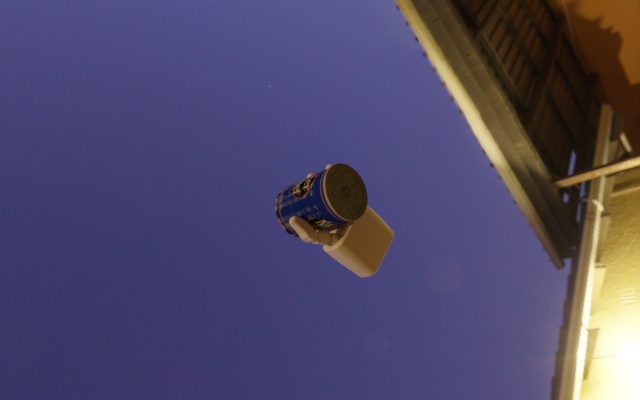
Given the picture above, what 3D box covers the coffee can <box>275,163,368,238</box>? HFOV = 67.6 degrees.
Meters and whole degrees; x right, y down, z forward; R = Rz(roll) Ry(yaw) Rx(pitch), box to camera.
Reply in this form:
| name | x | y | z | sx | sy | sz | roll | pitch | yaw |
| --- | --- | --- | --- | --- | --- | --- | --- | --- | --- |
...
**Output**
| name | x | y | z | sx | sy | sz | roll | pitch | yaw |
| --- | --- | --- | --- | --- | --- | --- | --- | --- | --- |
| coffee can | 0.000 | 0.003 | 0.868 | 0.103 | 0.102 | 0.140 | 0 | -15 | -44 |
